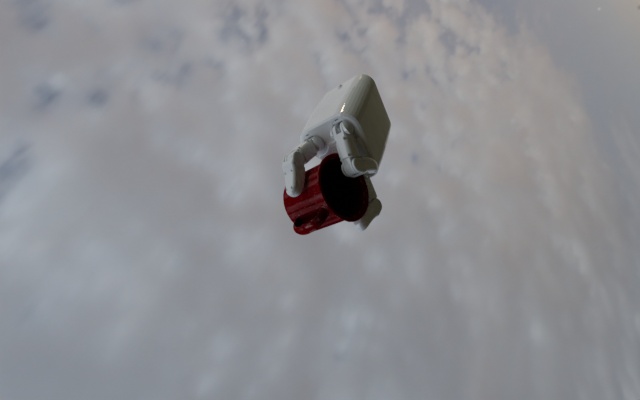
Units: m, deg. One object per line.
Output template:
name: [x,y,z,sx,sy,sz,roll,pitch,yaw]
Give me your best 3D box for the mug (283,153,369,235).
mug: [-0.001,0.003,0.634,0.081,0.117,0.093,-23,-60,43]
